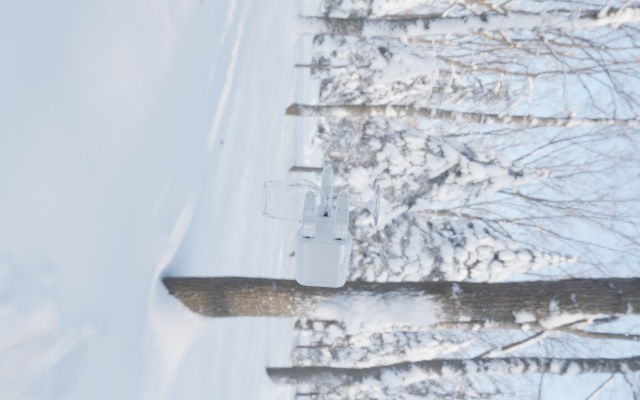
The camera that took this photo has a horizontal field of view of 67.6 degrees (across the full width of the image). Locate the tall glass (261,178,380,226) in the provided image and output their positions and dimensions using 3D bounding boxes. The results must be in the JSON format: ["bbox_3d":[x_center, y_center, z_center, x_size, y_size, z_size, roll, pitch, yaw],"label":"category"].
[{"bbox_3d":[0.001,0.003,0.837,0.201,0.079,0.079,4,0,0],"label":"tall glass"}]
